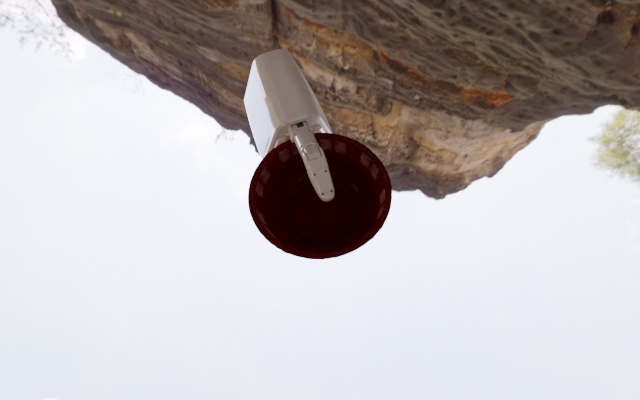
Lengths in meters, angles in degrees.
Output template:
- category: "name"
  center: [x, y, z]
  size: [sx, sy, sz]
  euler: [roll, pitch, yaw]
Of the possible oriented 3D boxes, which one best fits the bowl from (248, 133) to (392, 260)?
- category: "bowl"
  center: [0.000, 0.003, 0.555]
  size: [0.162, 0.162, 0.055]
  euler: [0, -28, 3]
